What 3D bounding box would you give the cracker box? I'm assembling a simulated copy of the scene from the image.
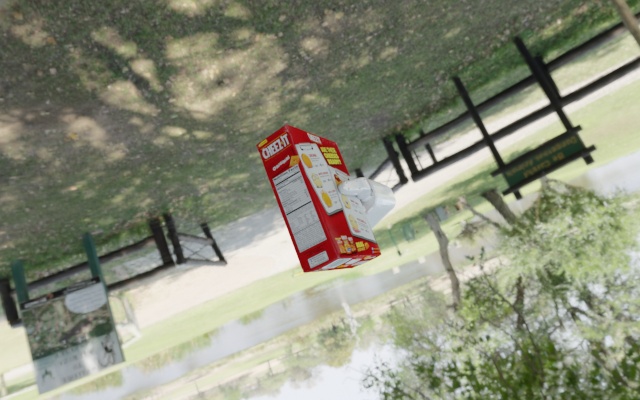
[{"bbox_3d":[0.000,0.003,0.749,0.072,0.213,0.164,-29,-17,24],"label":"cracker box"}]
